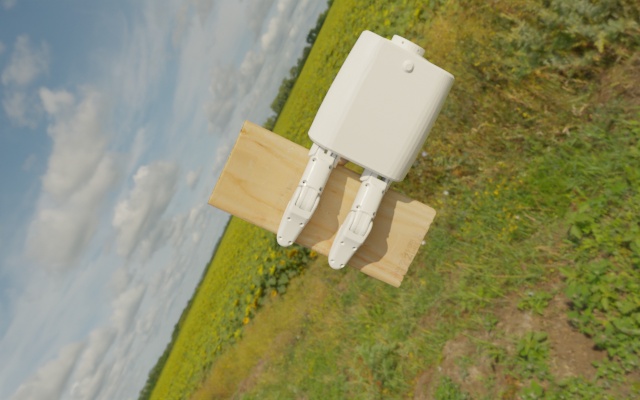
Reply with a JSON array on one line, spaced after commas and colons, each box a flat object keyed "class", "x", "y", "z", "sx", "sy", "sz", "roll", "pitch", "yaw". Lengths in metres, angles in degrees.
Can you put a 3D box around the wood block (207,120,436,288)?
[{"class": "wood block", "x": 0.000, "y": 0.001, "z": 0.502, "sx": 0.206, "sy": 0.090, "sz": 0.091, "roll": 25, "pitch": 5, "yaw": -9}]
